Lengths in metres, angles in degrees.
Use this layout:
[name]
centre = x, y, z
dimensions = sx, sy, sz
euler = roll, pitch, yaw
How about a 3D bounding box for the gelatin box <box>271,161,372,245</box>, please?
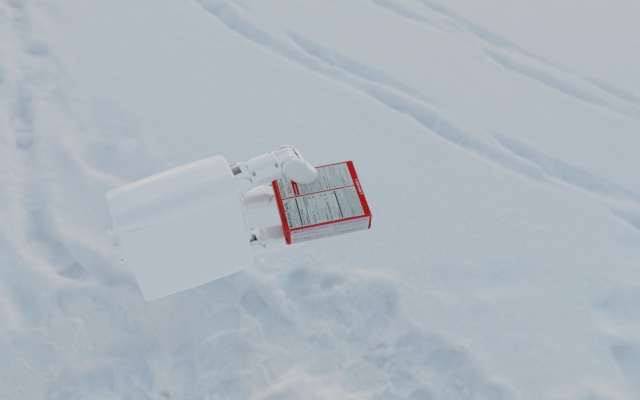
[gelatin box]
centre = 0.000, 0.001, 0.491
dimensions = 0.089, 0.073, 0.030
euler = -11, -35, -8
